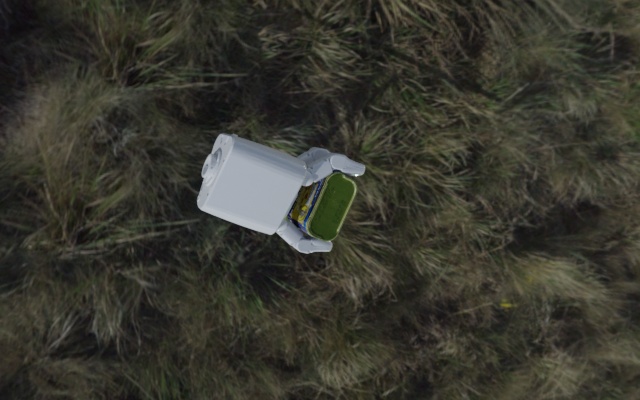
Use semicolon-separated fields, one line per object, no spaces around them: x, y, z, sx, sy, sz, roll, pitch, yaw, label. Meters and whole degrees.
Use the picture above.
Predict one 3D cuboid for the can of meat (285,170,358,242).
0.000;0.002;0.687;0.057;0.102;0.084;24;0;-27;can of meat
